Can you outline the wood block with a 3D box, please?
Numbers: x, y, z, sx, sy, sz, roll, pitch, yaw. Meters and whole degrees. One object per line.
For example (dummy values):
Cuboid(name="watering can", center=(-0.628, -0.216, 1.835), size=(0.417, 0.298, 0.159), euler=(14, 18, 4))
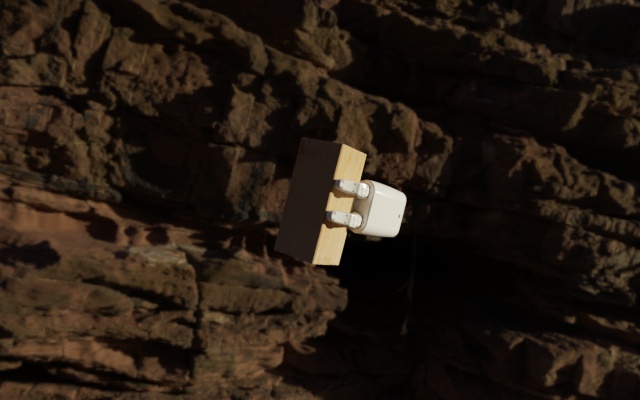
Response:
Cuboid(name="wood block", center=(0.000, 0.003, 0.851), size=(0.091, 0.206, 0.090), euler=(14, 1, 34))
